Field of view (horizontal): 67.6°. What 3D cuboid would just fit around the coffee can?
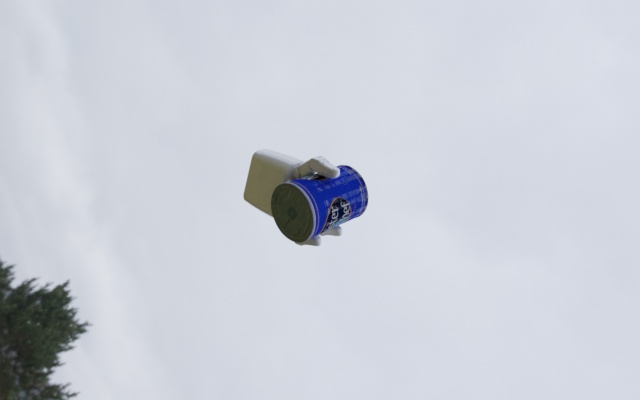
[{"bbox_3d":[0.000,0.003,0.828,0.140,0.103,0.103,-21,14,-42],"label":"coffee can"}]
